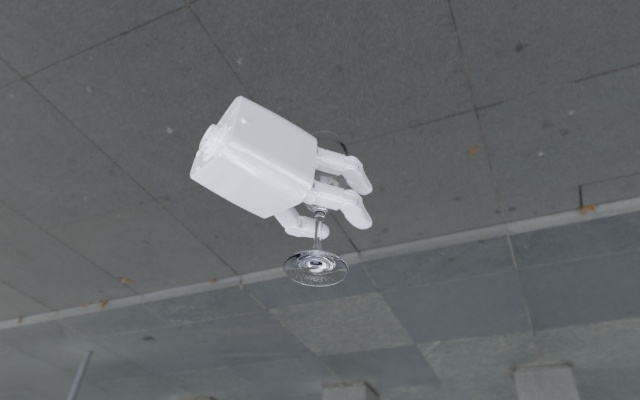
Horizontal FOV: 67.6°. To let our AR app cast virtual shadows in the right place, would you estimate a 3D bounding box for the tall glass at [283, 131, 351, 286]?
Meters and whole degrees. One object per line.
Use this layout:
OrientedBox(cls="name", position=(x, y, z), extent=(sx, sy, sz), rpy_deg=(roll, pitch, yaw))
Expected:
OrientedBox(cls="tall glass", position=(0.000, 0.003, 0.603), extent=(0.079, 0.200, 0.079), rpy_deg=(3, -40, 2))
